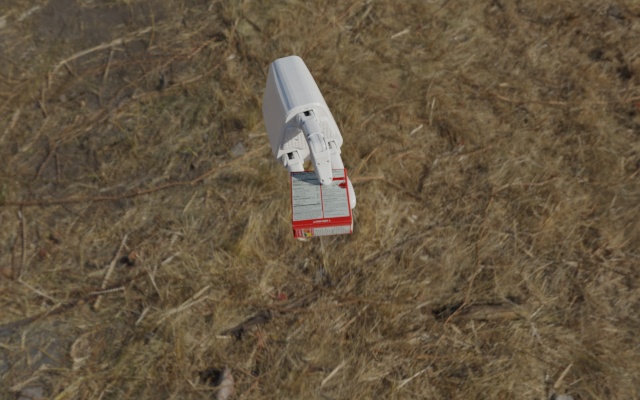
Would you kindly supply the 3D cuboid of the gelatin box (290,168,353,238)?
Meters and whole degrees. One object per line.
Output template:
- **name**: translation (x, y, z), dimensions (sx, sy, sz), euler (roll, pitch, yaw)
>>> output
- **gelatin box**: translation (0.000, 0.002, 0.602), dimensions (0.073, 0.089, 0.030), euler (-5, -38, 0)
